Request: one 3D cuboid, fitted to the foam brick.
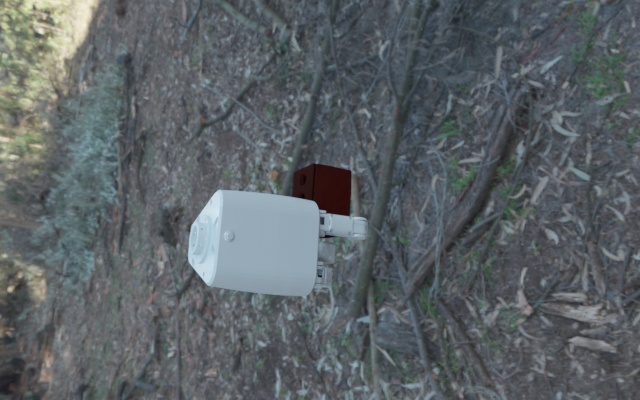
[{"bbox_3d":[0.000,0.002,0.552,0.051,0.078,0.053,9,-13,-27],"label":"foam brick"}]
